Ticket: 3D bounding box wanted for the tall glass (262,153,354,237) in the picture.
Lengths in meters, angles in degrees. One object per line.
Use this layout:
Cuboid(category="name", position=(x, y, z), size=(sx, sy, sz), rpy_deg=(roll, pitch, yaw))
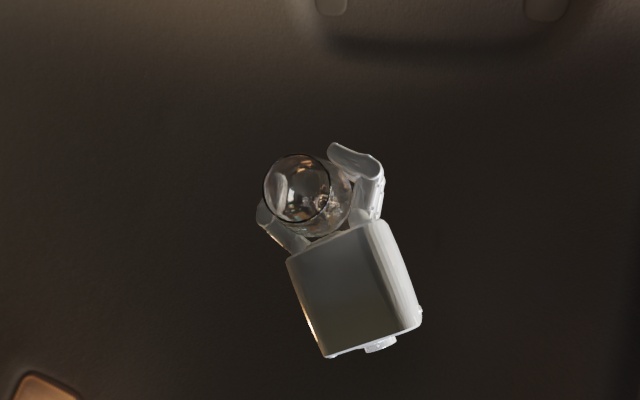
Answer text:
Cuboid(category="tall glass", position=(0.000, 0.002, 0.505), size=(0.079, 0.079, 0.201), rpy_deg=(0, -7, 12))
